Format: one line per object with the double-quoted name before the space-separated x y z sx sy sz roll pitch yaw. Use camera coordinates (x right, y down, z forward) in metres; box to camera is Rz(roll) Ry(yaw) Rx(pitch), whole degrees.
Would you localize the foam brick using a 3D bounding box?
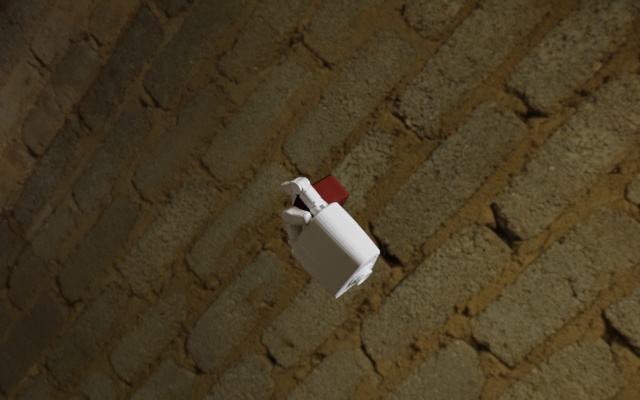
"foam brick" 0.000 0.002 0.799 0.078 0.051 0.053 -32 -21 -34
